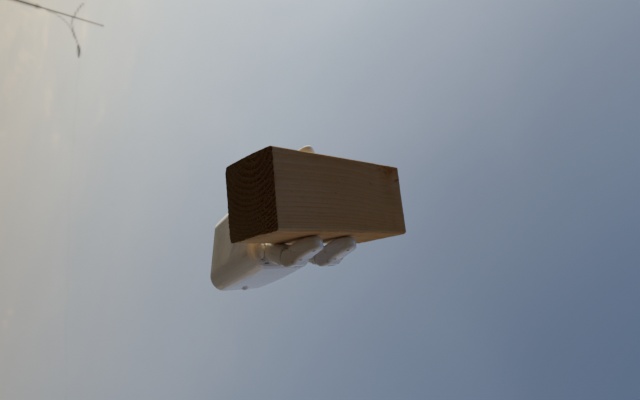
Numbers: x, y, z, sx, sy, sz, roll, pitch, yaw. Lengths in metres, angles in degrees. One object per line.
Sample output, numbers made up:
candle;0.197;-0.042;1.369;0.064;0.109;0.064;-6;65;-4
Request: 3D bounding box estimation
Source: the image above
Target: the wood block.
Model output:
wood block;0.000;0.002;0.574;0.206;0.091;0.090;4;-16;-43
